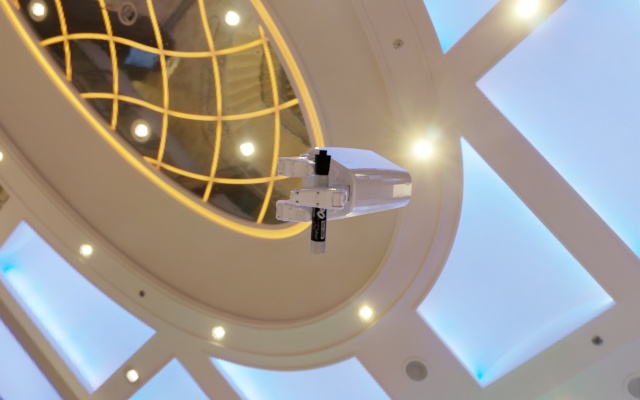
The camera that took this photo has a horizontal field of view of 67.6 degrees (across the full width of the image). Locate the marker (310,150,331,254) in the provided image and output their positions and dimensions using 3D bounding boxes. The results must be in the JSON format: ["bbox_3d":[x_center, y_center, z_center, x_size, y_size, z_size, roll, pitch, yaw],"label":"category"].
[{"bbox_3d":[0.000,0.002,0.555,0.020,0.121,0.020,3,10,-1],"label":"marker"}]
